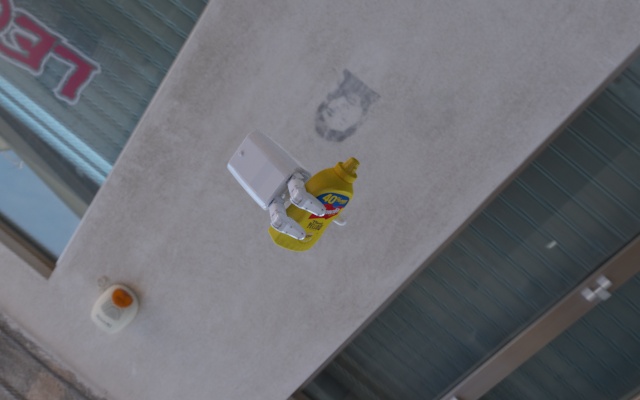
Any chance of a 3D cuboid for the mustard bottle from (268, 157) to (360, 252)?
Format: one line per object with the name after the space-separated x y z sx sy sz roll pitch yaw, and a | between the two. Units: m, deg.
0.000 0.003 0.809 0.096 0.192 0.058 16 31 -45 | mustard bottle
